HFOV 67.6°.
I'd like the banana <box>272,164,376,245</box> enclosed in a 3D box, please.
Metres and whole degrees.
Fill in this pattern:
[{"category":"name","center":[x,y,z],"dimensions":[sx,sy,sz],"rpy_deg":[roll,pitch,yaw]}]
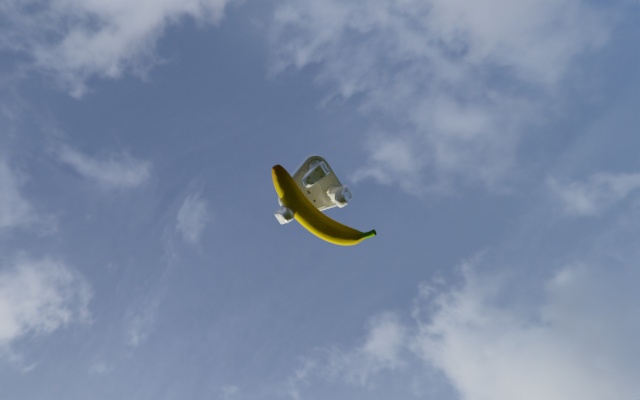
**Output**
[{"category":"banana","center":[-0.007,0.019,0.780],"dimensions":[0.198,0.070,0.037],"rpy_deg":[33,21,-3]}]
